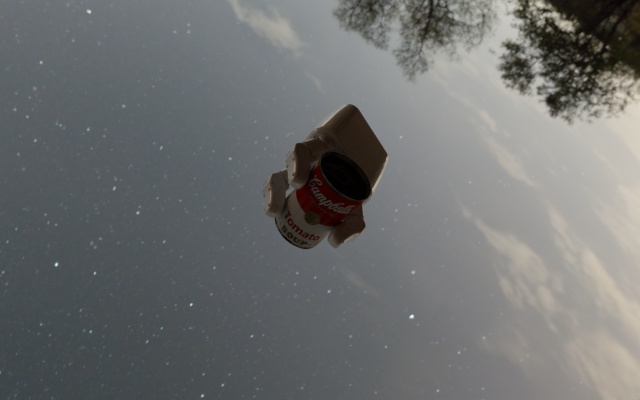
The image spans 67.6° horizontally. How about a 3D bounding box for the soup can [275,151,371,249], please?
[{"bbox_3d":[0.000,0.002,0.550,0.068,0.068,0.102,0,-36,-43],"label":"soup can"}]
